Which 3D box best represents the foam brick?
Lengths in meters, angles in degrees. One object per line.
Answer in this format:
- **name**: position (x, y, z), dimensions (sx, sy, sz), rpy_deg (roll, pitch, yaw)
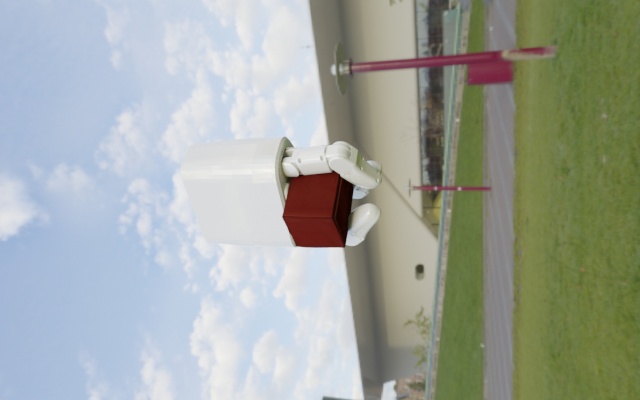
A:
- **foam brick**: position (0.000, 0.002, 0.469), dimensions (0.051, 0.078, 0.053), rpy_deg (-1, -38, 15)
